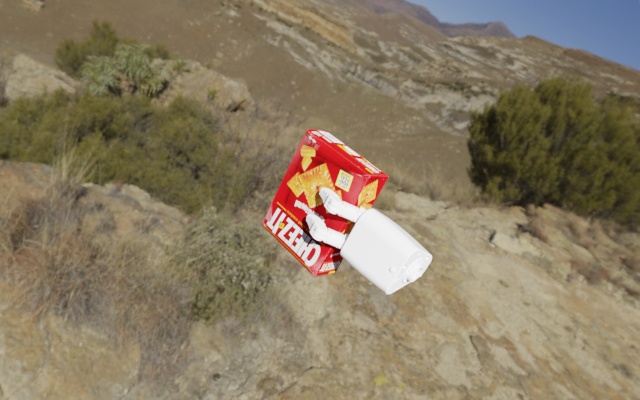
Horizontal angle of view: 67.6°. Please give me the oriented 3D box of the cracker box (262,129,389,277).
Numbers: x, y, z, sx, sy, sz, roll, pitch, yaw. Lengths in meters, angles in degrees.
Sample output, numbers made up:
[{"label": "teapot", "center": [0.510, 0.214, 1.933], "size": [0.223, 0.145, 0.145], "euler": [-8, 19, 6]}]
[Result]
[{"label": "cracker box", "center": [0.000, 0.003, 0.863], "size": [0.164, 0.214, 0.072], "euler": [41, 24, 31]}]
